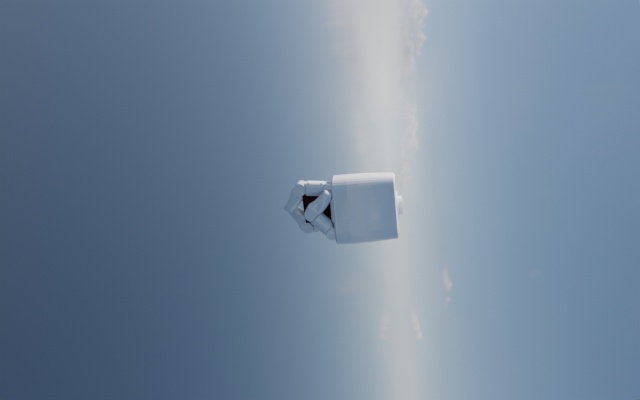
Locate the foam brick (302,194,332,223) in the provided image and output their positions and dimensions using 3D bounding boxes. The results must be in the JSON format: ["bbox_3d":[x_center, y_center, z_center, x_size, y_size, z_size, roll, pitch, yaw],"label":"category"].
[{"bbox_3d":[0.000,0.003,0.863,0.051,0.053,0.078,-5,18,8],"label":"foam brick"}]
